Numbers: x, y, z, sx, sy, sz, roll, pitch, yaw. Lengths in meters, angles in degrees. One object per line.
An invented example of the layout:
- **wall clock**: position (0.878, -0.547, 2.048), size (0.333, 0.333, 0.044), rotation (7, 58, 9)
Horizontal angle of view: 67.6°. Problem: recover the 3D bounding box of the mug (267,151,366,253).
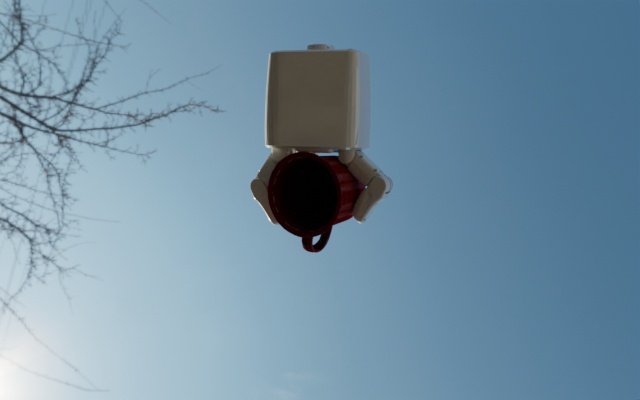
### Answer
- **mug**: position (0.000, 0.003, 0.547), size (0.093, 0.117, 0.081), rotation (6, 9, 28)
